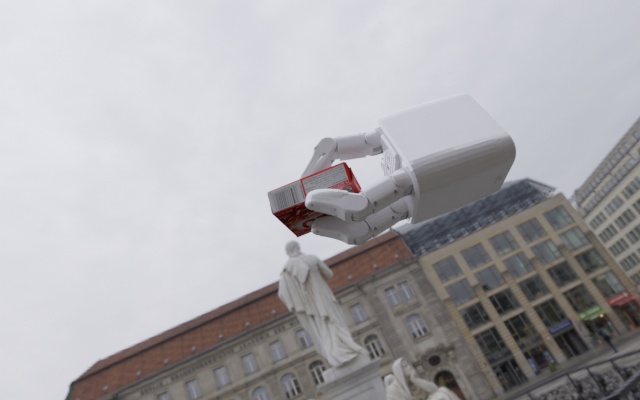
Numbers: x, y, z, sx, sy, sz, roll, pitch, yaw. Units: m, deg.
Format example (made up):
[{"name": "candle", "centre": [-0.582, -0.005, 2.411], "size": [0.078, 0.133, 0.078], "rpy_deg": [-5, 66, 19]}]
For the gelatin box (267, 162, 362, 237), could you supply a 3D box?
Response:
[{"name": "gelatin box", "centre": [0.000, 0.001, 0.500], "size": [0.089, 0.030, 0.073], "rpy_deg": [-21, -27, 9]}]
